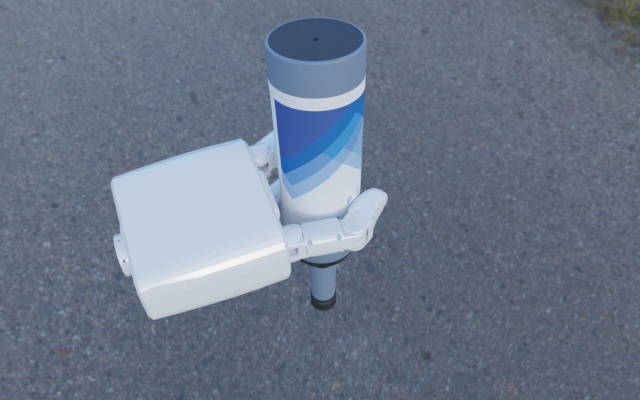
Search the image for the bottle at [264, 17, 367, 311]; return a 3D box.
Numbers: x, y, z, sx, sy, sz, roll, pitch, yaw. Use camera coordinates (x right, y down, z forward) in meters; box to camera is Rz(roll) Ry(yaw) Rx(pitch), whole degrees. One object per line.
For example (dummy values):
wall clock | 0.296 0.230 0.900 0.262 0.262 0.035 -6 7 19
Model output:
bottle | 0.000 0.001 0.410 0.069 0.296 0.069 -1 44 1
